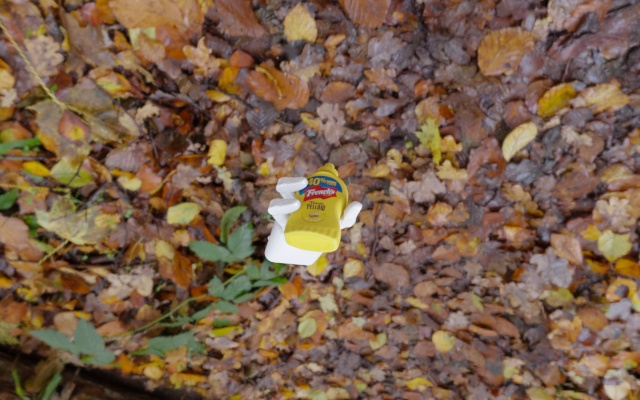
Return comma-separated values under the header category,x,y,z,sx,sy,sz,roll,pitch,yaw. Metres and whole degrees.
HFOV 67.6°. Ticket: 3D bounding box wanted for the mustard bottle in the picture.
category,x,y,z,sx,sy,sz,roll,pitch,yaw
mustard bottle,0.000,0.003,0.877,0.096,0.191,0.058,5,-41,10
